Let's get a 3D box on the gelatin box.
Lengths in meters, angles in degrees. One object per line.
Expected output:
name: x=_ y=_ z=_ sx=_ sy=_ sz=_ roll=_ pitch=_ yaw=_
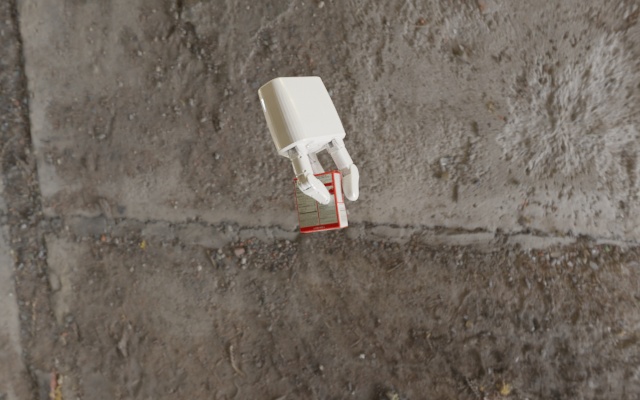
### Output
gelatin box: x=0.000 y=0.003 z=0.749 sx=0.073 sy=0.089 sz=0.030 roll=-10 pitch=-4 yaw=29
